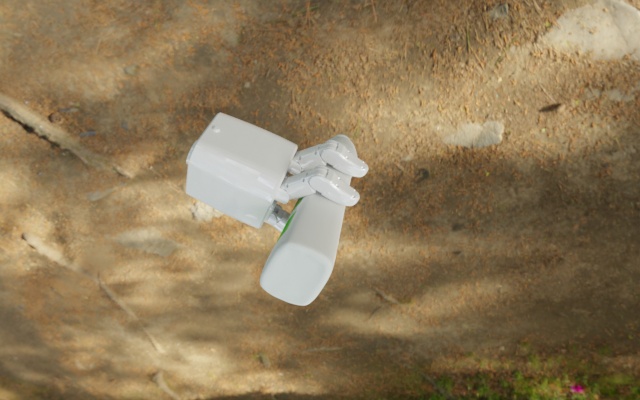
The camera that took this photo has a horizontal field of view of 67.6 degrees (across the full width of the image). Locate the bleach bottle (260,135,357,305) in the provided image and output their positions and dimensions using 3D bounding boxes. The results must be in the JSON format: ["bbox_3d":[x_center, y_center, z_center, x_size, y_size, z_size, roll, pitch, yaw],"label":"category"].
[{"bbox_3d":[0.000,0.002,0.602,0.068,0.103,0.250,25,42,-6],"label":"bleach bottle"}]
